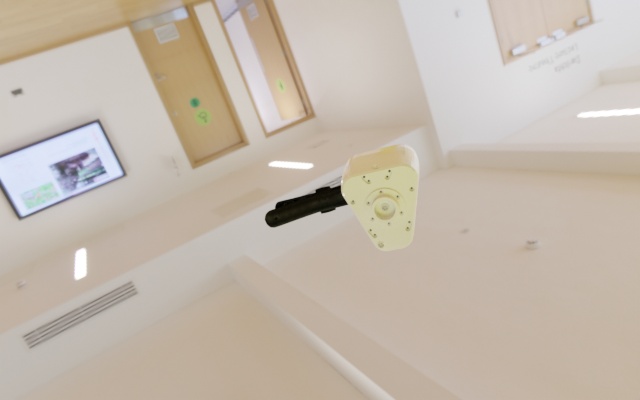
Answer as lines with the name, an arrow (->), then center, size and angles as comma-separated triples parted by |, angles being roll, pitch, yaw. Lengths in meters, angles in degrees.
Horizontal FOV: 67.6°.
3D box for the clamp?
clamp -> 0.000, 0.003, 0.691 | 0.171, 0.039, 0.120 | -17, 12, 13
